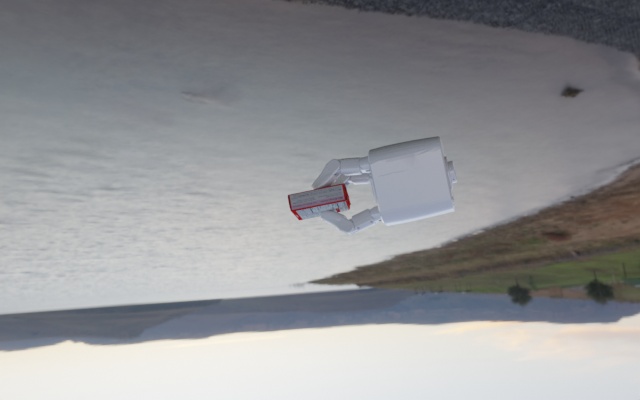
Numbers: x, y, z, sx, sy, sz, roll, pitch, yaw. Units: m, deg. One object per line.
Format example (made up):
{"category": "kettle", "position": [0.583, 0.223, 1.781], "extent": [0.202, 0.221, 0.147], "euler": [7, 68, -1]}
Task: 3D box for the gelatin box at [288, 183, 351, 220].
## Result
{"category": "gelatin box", "position": [0.000, 0.003, 0.738], "extent": [0.089, 0.030, 0.073], "euler": [-12, -14, 4]}
